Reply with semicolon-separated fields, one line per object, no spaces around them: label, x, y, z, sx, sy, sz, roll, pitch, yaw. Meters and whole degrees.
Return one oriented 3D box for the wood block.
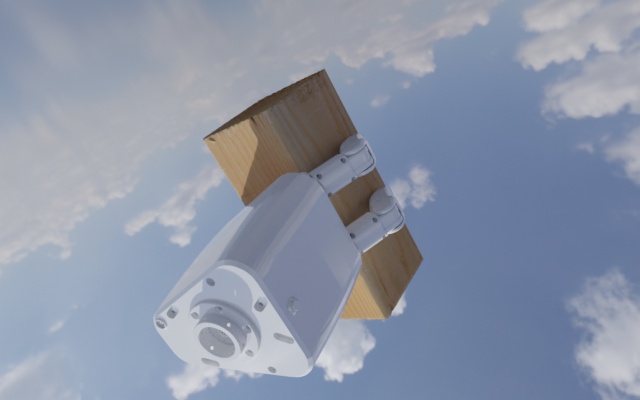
wood block;0.000;0.002;0.439;0.091;0.206;0.090;-12;25;42
